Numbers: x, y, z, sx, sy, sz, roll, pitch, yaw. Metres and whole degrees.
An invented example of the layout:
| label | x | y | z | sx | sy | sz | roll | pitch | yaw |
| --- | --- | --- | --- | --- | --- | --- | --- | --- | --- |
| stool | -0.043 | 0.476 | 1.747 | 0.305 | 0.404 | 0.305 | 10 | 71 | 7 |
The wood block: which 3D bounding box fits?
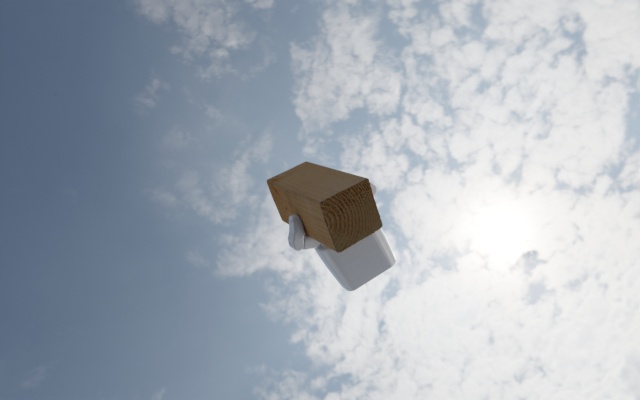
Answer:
| label | x | y | z | sx | sy | sz | roll | pitch | yaw |
| --- | --- | --- | --- | --- | --- | --- | --- | --- | --- |
| wood block | 0.000 | 0.003 | 0.801 | 0.091 | 0.090 | 0.206 | -28 | 23 | -21 |
